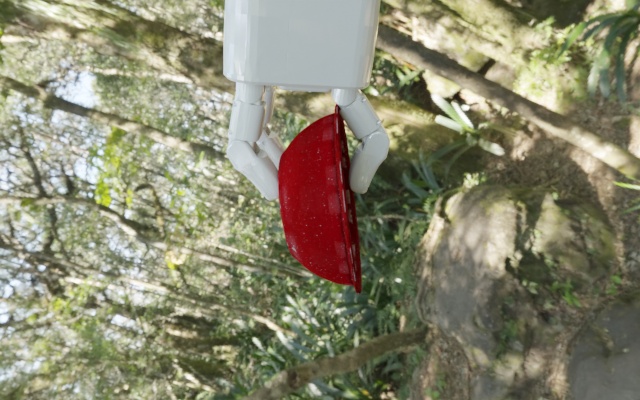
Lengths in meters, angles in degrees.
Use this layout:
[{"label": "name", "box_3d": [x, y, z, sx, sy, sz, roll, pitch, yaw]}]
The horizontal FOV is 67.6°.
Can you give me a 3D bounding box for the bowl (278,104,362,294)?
[{"label": "bowl", "box_3d": [0.000, 0.003, 0.412, 0.055, 0.162, 0.162, -7, -1, 6]}]
